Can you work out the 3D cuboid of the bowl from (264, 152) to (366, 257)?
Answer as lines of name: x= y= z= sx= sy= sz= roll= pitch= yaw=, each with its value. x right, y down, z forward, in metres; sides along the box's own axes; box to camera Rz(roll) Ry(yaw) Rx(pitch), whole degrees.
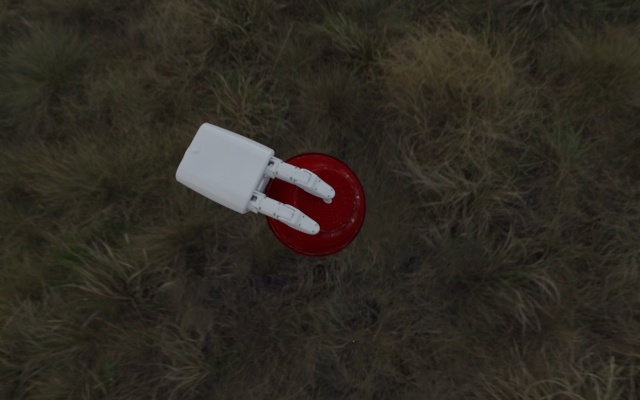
bowl: x=0.002 y=0.003 z=0.702 sx=0.162 sy=0.162 sz=0.055 roll=0 pitch=-7 yaw=-16
